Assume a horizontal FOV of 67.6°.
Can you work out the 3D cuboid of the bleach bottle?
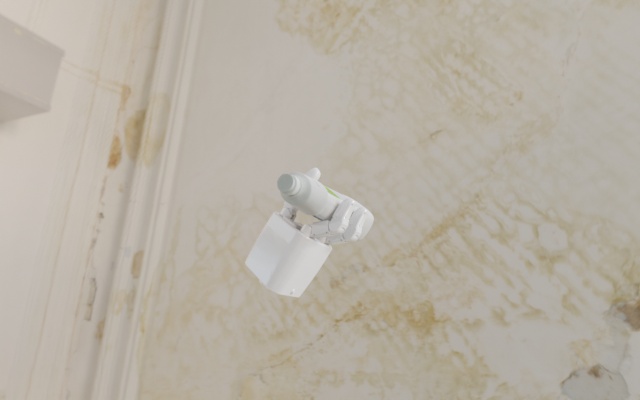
[{"bbox_3d":[0.000,0.003,0.803,0.102,0.068,0.251,33,2,32],"label":"bleach bottle"}]
